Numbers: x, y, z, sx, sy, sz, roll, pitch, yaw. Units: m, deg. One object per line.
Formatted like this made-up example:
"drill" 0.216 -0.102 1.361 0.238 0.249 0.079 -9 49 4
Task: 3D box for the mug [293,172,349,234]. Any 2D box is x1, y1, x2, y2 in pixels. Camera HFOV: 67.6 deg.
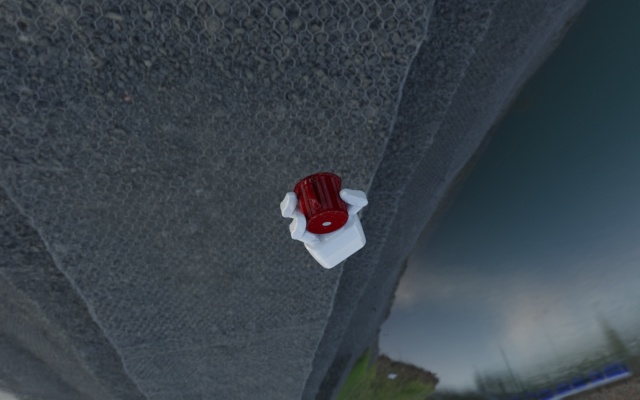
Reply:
"mug" 0.000 0.002 0.861 0.093 0.081 0.117 -21 -32 8
